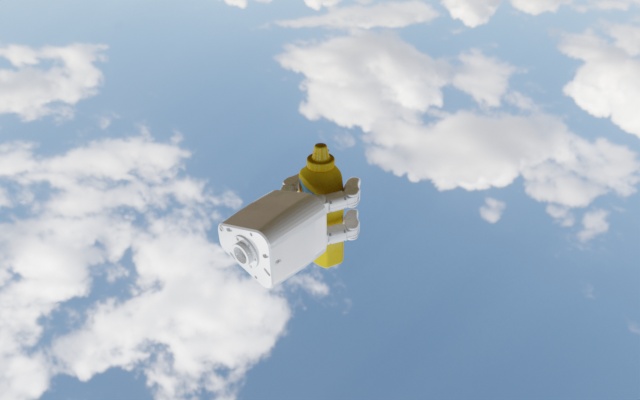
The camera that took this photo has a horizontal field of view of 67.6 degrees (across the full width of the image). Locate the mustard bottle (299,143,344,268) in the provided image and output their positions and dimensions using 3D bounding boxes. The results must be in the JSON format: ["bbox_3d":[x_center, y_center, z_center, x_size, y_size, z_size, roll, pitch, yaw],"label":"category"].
[{"bbox_3d":[0.000,0.002,0.727,0.058,0.192,0.096,-15,36,-21],"label":"mustard bottle"}]
